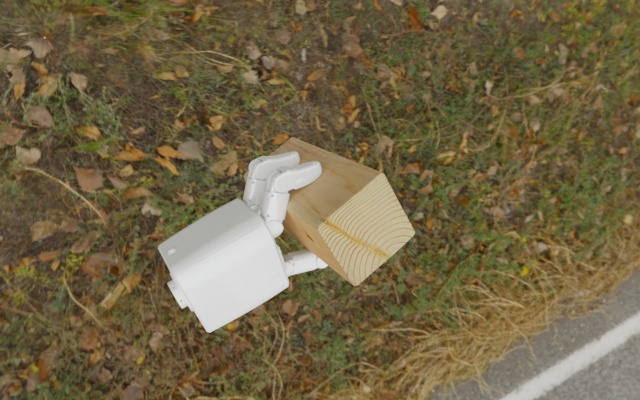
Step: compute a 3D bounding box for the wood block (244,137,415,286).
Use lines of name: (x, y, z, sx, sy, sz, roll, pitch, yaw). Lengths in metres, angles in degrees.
wood block: (0.000, 0.002, 0.563, 0.090, 0.091, 0.206, -40, 32, -12)
